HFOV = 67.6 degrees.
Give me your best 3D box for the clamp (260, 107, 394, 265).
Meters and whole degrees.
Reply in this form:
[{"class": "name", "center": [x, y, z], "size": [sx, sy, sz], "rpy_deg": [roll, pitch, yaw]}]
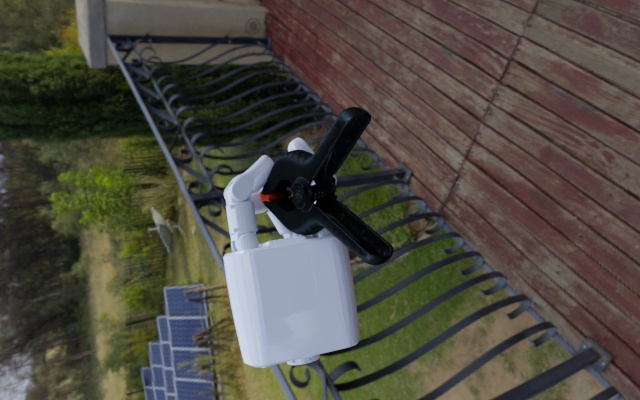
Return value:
[{"class": "clamp", "center": [-0.001, 0.001, 0.417], "size": [0.039, 0.120, 0.171], "rpy_deg": [-6, -7, -31]}]
